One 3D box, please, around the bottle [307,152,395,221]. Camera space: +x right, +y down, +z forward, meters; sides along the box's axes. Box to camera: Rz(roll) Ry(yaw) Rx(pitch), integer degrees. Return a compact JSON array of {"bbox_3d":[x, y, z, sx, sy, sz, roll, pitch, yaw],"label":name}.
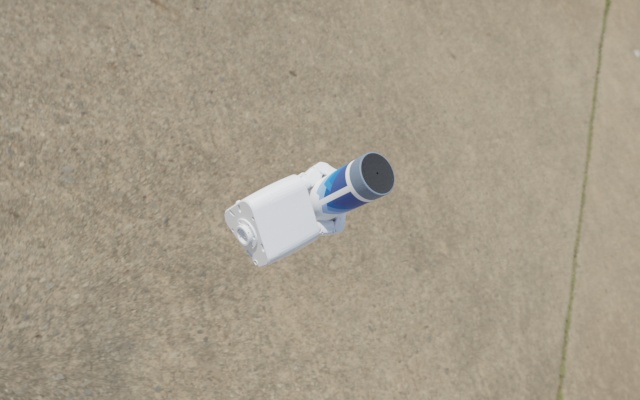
[{"bbox_3d":[0.000,0.003,0.798,0.069,0.069,0.296,0,-16,-36],"label":"bottle"}]
